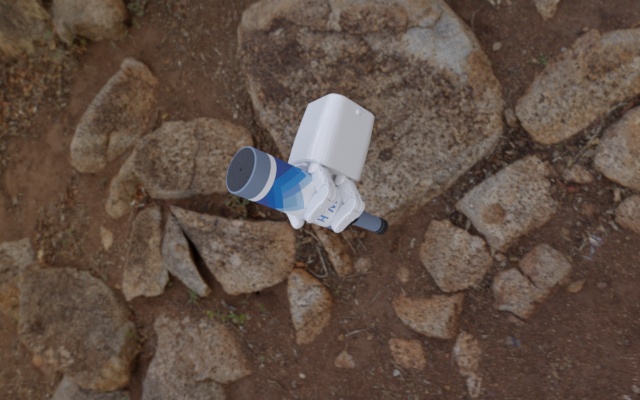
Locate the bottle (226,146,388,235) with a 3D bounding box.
[{"bbox_3d":[0.000,0.002,0.719,0.296,0.069,0.069,22,-15,-40],"label":"bottle"}]
